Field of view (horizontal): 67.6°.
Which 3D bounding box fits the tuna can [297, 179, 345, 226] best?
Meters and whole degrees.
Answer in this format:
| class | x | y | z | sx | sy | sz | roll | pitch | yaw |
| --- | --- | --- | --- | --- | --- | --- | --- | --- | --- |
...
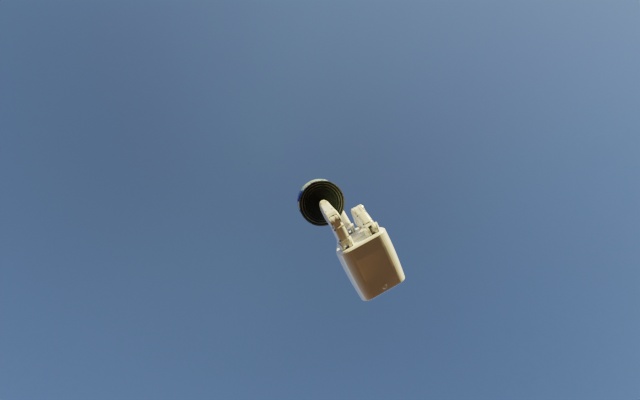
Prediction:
| class | x | y | z | sx | sy | sz | roll | pitch | yaw |
| --- | --- | --- | --- | --- | --- | --- | --- | --- | --- |
| tuna can | 0.000 | 0.003 | 0.895 | 0.086 | 0.086 | 0.033 | 0 | 9 | -11 |
